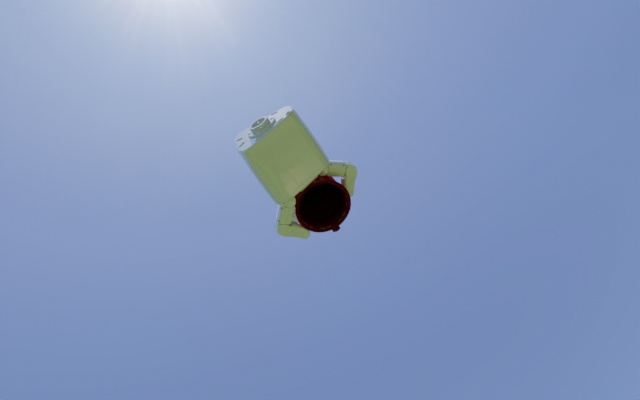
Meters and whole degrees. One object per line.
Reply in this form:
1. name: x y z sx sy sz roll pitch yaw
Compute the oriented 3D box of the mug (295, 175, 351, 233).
1. mug: 0.001 0.004 0.804 0.093 0.117 0.081 -33 29 0
